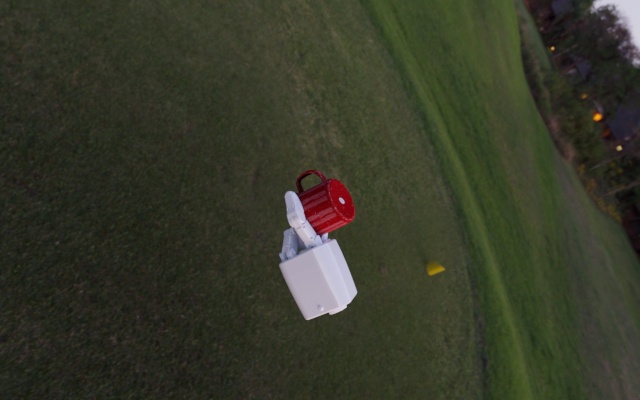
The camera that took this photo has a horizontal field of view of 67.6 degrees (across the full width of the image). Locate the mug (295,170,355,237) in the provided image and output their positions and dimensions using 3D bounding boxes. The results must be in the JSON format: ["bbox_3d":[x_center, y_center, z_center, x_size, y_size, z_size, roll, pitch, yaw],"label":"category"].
[{"bbox_3d":[0.000,0.001,0.818,0.081,0.117,0.093,-27,-5,27],"label":"mug"}]
